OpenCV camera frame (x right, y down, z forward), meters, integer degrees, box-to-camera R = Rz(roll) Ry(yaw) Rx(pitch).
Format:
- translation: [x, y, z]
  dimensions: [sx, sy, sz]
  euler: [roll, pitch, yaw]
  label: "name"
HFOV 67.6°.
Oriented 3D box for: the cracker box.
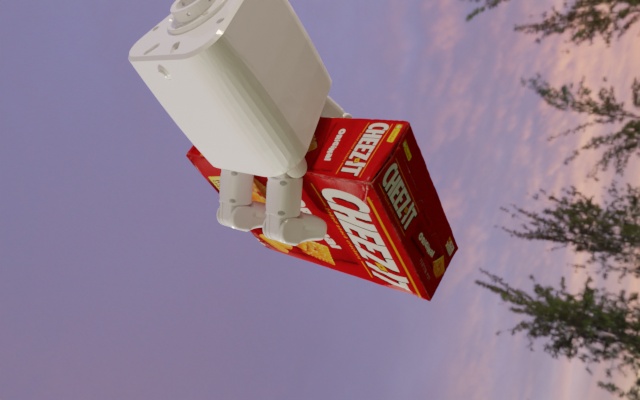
- translation: [0.000, 0.001, 0.448]
  dimensions: [0.213, 0.072, 0.164]
  euler: [12, -32, 39]
  label: "cracker box"
